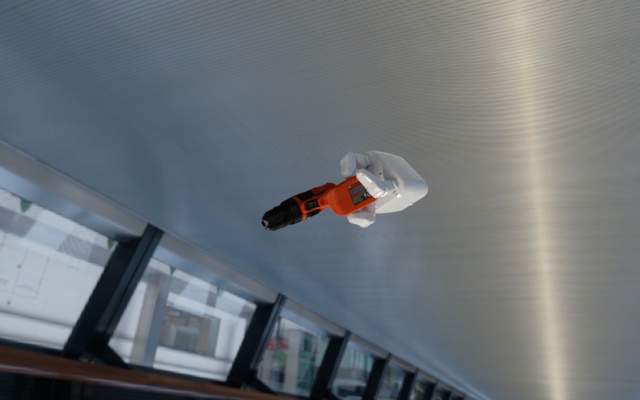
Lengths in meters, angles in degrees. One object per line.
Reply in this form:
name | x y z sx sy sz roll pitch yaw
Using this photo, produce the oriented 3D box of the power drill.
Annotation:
power drill | 0.001 0.003 0.884 0.184 0.057 0.187 -27 10 -34
